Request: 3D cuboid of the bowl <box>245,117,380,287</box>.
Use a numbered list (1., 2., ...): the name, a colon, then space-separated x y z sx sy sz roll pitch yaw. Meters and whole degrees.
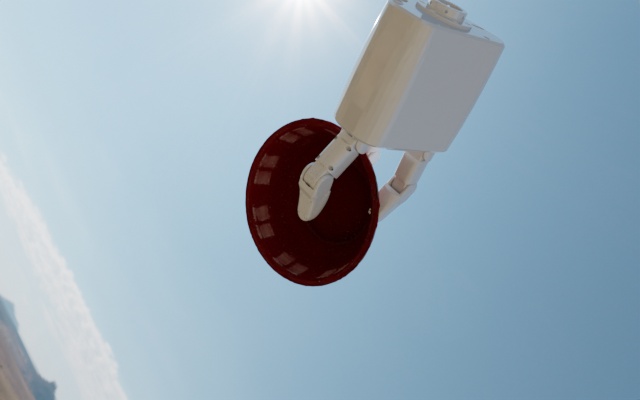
1. bowl: -0.001 0.002 0.479 0.162 0.162 0.055 0 1 36
